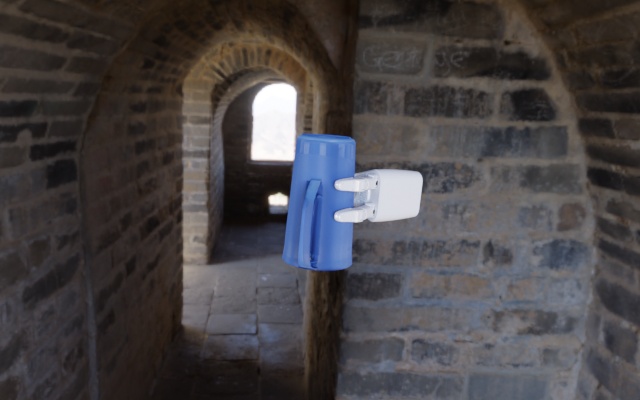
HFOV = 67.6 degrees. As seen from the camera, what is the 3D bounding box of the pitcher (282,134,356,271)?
[{"bbox_3d":[0.000,0.003,0.878,0.145,0.243,0.149,-2,12,-30],"label":"pitcher"}]
